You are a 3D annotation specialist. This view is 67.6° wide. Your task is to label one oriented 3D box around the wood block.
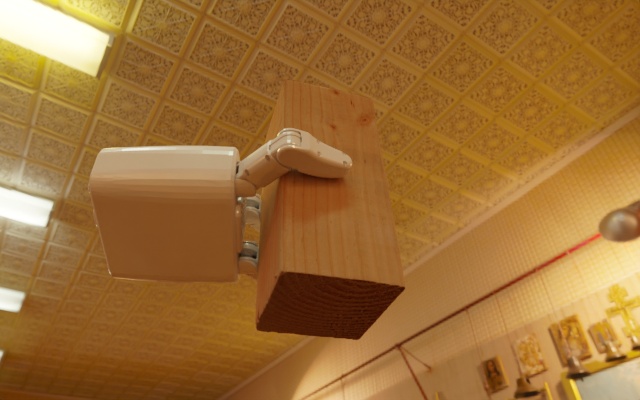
[{"bbox_3d":[0.000,0.001,0.411,0.090,0.206,0.091,10,-41,-15],"label":"wood block"}]
